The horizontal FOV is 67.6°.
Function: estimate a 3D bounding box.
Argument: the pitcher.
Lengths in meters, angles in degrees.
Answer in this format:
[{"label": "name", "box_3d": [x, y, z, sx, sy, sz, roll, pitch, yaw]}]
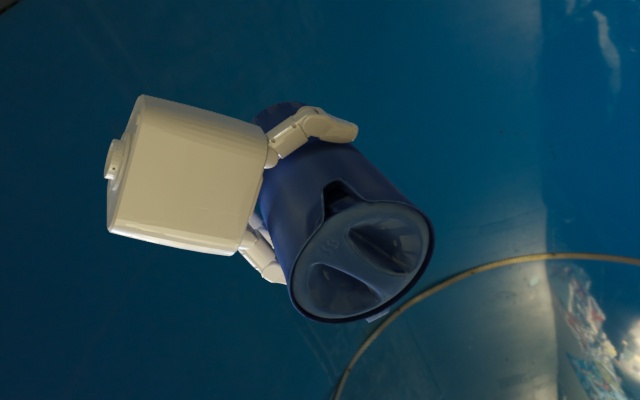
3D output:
[{"label": "pitcher", "box_3d": [0.000, 0.002, 0.489, 0.145, 0.149, 0.242, 13, 27, -30]}]
